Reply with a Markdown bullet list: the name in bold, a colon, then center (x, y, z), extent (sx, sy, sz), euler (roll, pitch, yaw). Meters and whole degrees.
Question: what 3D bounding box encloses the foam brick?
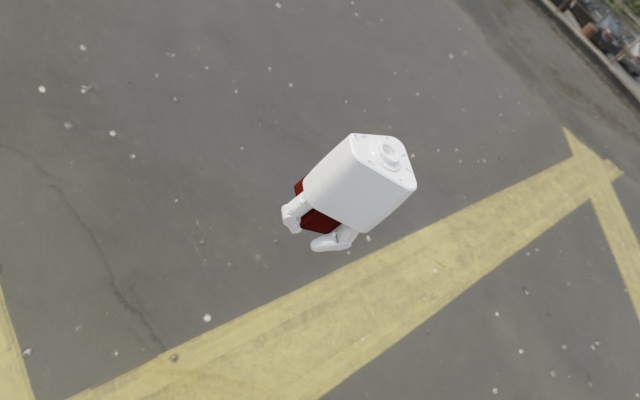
- **foam brick**: center (0.000, 0.002, 0.707), extent (0.053, 0.078, 0.051), euler (16, -42, -35)
